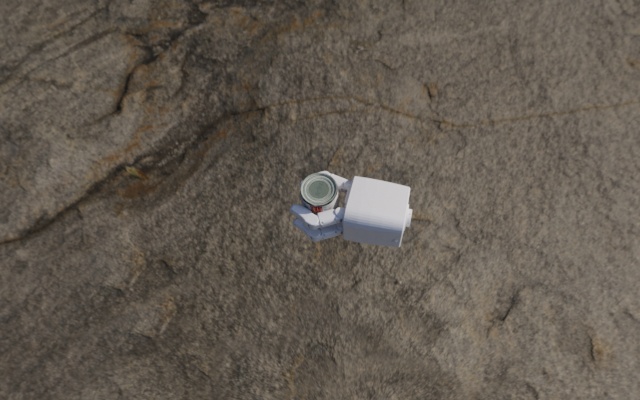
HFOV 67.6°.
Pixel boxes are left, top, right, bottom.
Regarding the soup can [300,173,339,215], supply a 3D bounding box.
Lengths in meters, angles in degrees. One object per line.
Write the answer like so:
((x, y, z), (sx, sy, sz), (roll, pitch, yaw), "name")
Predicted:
((0.000, 0.003, 0.869), (0.068, 0.068, 0.102), (0, -27, 4), "soup can")
